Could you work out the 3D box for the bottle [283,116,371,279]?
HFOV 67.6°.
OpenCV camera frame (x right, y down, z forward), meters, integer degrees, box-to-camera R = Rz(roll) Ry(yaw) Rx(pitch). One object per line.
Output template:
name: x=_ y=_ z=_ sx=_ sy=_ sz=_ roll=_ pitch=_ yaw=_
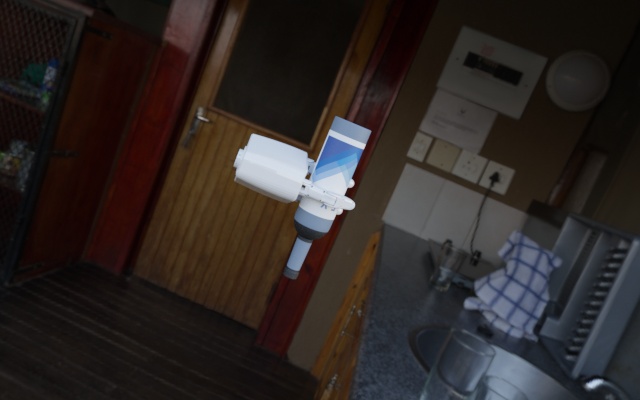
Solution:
bottle: x=0.000 y=0.003 z=0.838 sx=0.069 sy=0.296 sz=0.069 roll=22 pitch=10 yaw=-4
